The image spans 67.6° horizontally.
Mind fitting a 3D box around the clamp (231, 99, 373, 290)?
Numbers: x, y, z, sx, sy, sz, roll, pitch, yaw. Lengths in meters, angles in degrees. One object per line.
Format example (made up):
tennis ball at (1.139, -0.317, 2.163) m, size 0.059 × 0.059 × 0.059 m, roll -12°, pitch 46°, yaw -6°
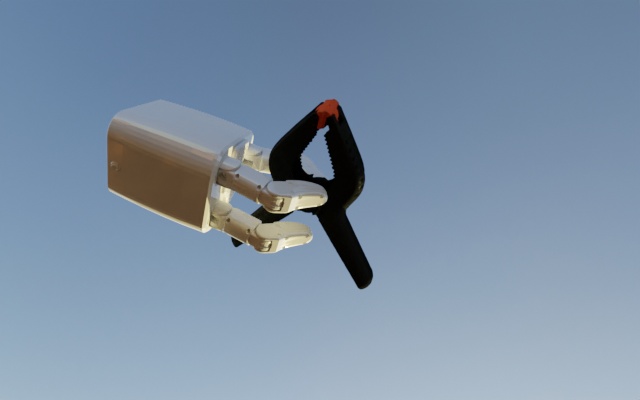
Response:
clamp at (0.000, 0.001, 0.478) m, size 0.164 × 0.210 × 0.036 m, roll 22°, pitch 40°, yaw 3°
